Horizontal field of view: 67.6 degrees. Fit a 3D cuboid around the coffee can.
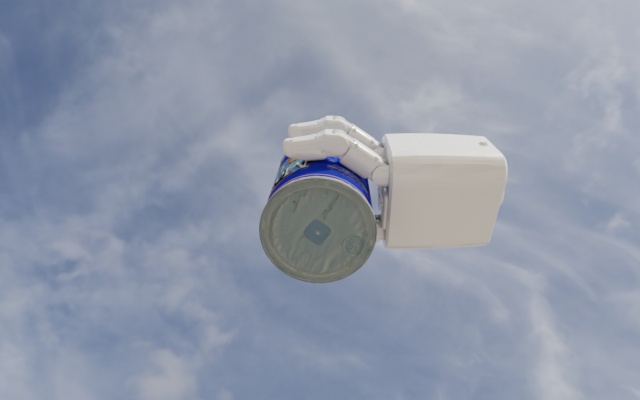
[{"bbox_3d":[0.000,0.002,0.477,0.103,0.103,0.140,0,23,2],"label":"coffee can"}]
